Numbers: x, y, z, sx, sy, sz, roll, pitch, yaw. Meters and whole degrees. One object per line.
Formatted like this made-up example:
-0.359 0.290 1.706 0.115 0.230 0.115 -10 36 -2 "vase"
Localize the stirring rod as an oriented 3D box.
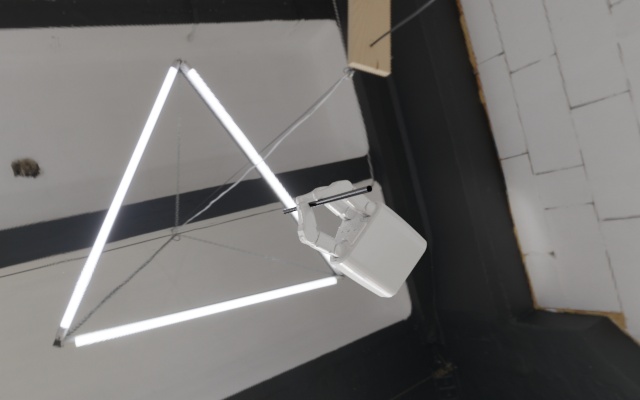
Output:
0.000 0.002 0.656 0.011 0.011 0.239 0 -8 -28 "stirring rod"
